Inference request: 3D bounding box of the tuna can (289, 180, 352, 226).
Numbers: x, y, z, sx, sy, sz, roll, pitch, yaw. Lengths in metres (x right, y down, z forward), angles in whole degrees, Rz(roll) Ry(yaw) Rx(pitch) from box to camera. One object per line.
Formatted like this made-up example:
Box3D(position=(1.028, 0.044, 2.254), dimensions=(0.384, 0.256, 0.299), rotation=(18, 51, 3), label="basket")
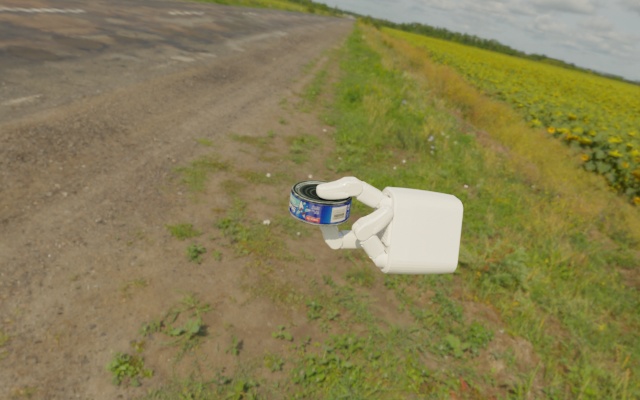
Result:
Box3D(position=(0.000, 0.002, 0.659), dimensions=(0.086, 0.034, 0.086), rotation=(7, 23, -3), label="tuna can")
